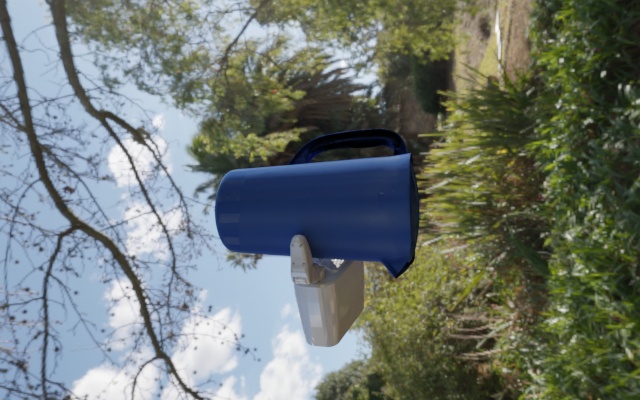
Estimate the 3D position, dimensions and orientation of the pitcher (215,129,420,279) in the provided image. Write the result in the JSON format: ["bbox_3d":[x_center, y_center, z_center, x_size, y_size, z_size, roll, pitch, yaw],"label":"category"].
[{"bbox_3d":[0.000,0.002,0.598,0.243,0.145,0.149,-1,26,13],"label":"pitcher"}]
